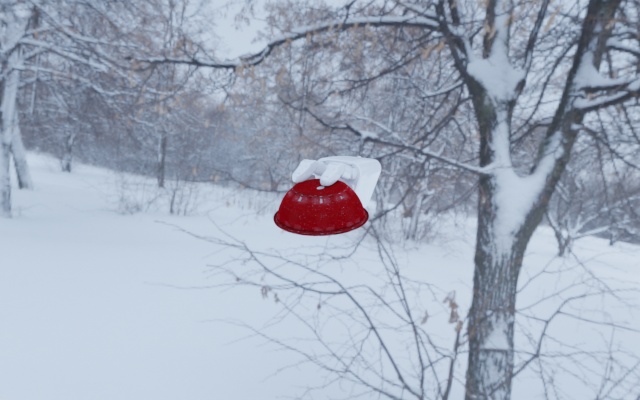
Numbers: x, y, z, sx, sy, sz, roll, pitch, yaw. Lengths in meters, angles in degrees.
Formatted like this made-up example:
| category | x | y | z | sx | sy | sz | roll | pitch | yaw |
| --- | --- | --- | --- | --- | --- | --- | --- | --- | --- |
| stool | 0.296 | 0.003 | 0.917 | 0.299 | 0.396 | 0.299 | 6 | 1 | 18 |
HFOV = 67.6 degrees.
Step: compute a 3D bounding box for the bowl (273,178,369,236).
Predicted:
| category | x | y | z | sx | sy | sz | roll | pitch | yaw |
| --- | --- | --- | --- | --- | --- | --- | --- | --- | --- |
| bowl | 0.000 | 0.003 | 0.795 | 0.162 | 0.055 | 0.162 | -2 | 21 | 1 |
